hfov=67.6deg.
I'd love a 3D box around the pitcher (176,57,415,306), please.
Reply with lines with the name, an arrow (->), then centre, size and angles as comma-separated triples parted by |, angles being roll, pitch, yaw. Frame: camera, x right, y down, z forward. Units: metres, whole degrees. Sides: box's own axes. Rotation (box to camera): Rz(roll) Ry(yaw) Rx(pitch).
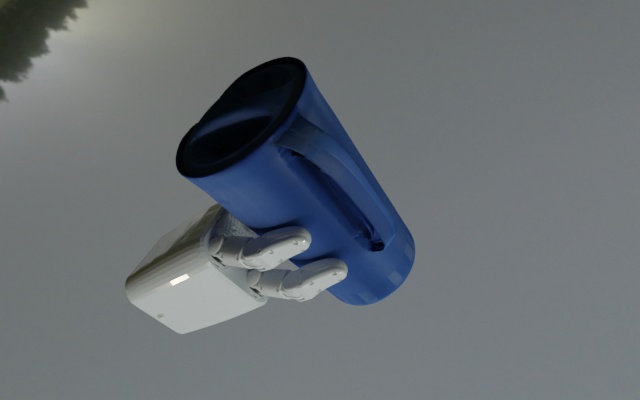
pitcher -> 0.000, 0.001, 0.445 | 0.145, 0.149, 0.243 | -25, -50, 22
